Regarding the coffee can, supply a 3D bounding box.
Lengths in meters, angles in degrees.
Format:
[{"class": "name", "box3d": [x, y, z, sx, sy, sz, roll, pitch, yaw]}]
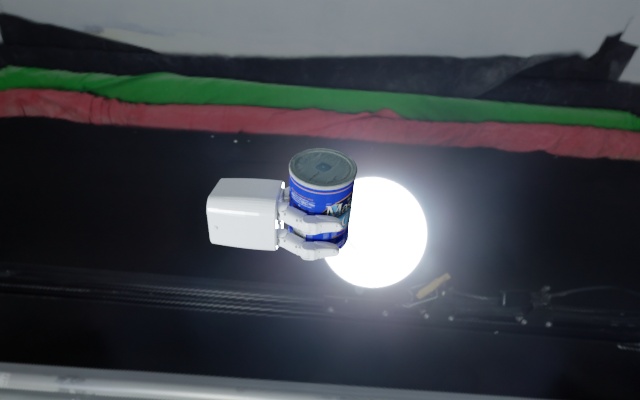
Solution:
[{"class": "coffee can", "box3d": [0.000, 0.002, 0.759, 0.103, 0.140, 0.102, 3, 39, -2]}]
